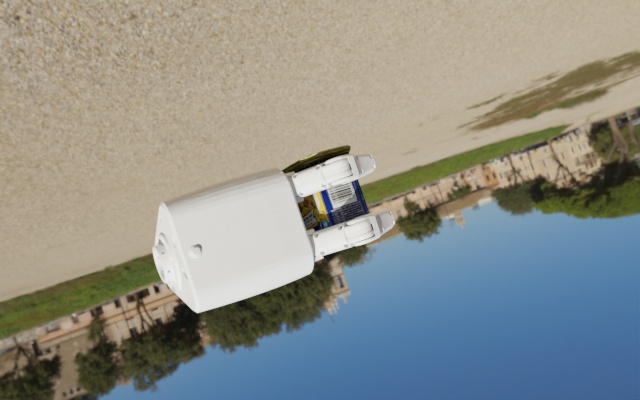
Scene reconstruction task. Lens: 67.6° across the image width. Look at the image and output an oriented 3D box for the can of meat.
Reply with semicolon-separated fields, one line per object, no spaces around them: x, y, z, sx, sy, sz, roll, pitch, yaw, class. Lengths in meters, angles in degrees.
0.000;0.002;0.475;0.057;0.084;0.102;-17;-2;-32;can of meat
